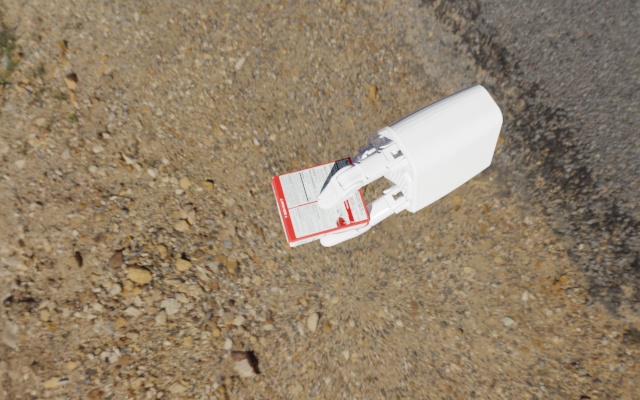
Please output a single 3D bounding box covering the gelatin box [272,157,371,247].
[{"bbox_3d":[0.000,0.002,0.503,0.089,0.073,0.030,-15,-14,-8],"label":"gelatin box"}]
